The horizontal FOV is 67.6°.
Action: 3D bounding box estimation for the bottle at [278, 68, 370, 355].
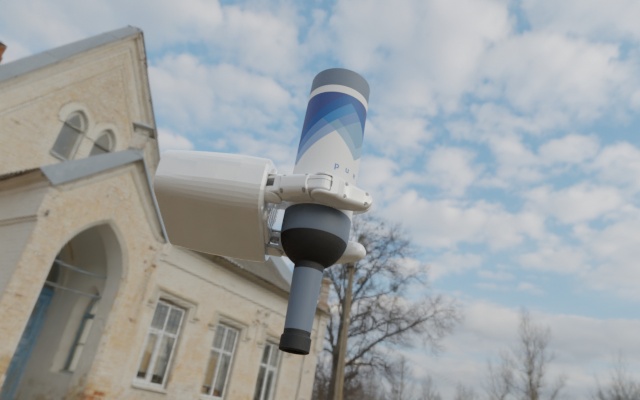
[{"bbox_3d":[0.000,0.001,0.479,0.069,0.295,0.069,8,-26,4],"label":"bottle"}]
